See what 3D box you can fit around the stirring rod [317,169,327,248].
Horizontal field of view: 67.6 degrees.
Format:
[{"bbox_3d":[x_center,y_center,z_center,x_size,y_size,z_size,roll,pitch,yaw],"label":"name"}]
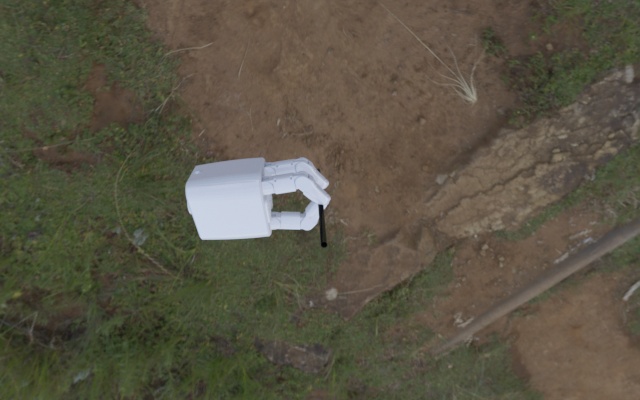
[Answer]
[{"bbox_3d":[0.000,0.002,0.690,0.011,0.011,0.239,0,26,-2],"label":"stirring rod"}]
